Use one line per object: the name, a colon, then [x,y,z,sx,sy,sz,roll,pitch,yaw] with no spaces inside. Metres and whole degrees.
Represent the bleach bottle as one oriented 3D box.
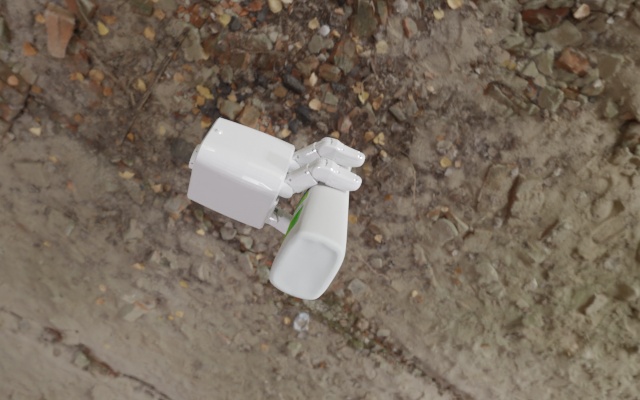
bleach bottle: [0.000,0.002,0.619,0.068,0.103,0.250,24,35,-8]
